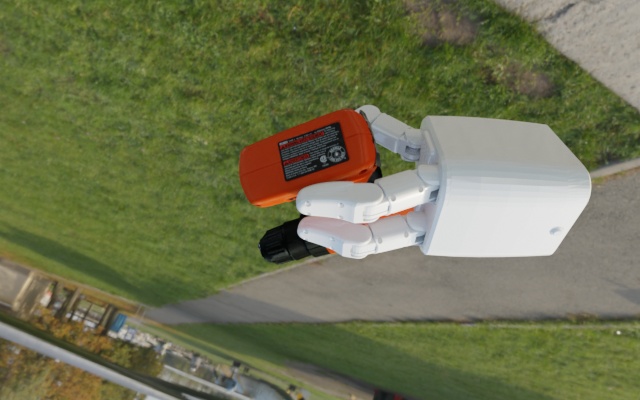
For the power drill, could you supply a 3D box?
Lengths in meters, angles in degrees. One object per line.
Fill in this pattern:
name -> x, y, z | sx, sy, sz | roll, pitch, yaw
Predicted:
power drill -> 0.000, 0.001, 0.437 | 0.184, 0.057, 0.188 | -21, -24, 11
